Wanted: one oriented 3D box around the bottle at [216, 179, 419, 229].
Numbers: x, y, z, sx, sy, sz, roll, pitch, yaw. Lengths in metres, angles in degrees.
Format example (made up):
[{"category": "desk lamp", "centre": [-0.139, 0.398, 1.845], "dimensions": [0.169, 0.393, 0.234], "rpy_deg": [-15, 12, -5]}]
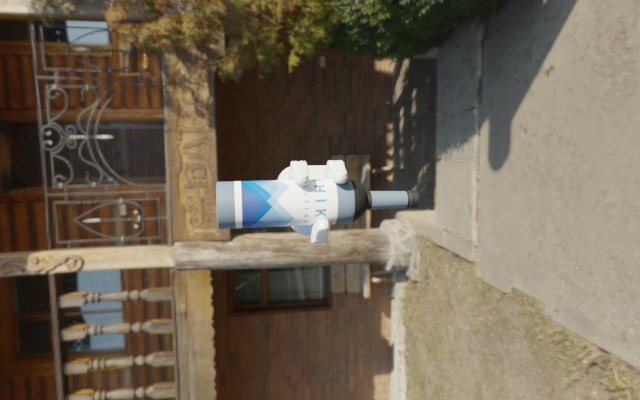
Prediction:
[{"category": "bottle", "centre": [0.000, 0.002, 0.696], "dimensions": [0.296, 0.069, 0.069], "rpy_deg": [-2, 0, -10]}]
